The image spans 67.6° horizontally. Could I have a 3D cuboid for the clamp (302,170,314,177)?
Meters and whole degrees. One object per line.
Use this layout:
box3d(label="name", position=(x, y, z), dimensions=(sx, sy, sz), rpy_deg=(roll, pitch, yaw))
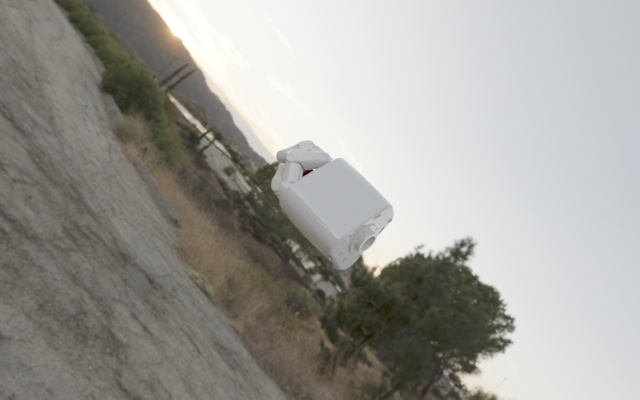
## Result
box3d(label="clamp", position=(0.000, 0.002, 0.745), dimensions=(0.120, 0.039, 0.171), rpy_deg=(45, -8, 29))
